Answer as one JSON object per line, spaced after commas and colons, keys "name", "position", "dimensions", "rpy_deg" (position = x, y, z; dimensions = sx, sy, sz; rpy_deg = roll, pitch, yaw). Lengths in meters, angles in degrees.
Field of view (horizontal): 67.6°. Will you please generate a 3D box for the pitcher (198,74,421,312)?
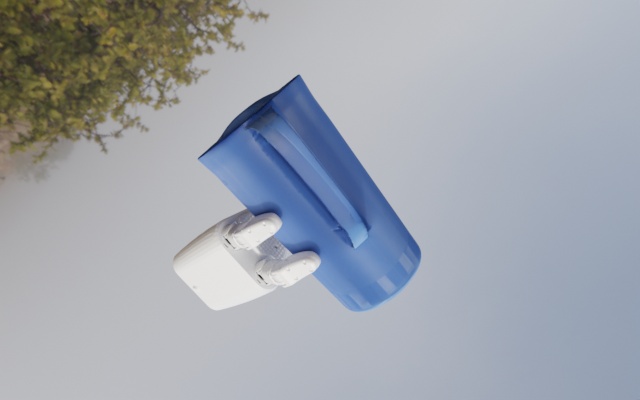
{"name": "pitcher", "position": [0.000, 0.002, 0.499], "dimensions": [0.145, 0.243, 0.149], "rpy_deg": [-30, 17, 36]}
